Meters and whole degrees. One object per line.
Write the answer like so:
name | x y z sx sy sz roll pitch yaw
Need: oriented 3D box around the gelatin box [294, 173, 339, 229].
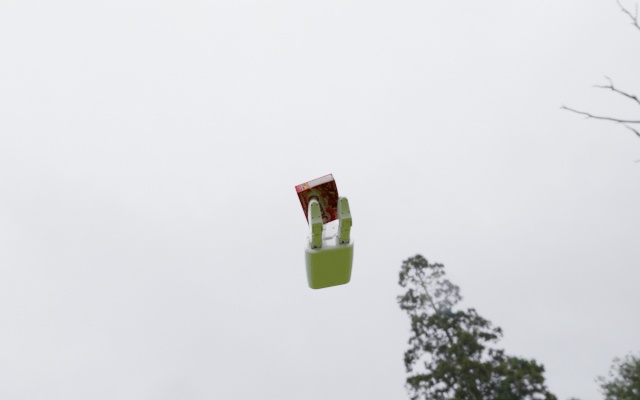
gelatin box | 0.000 0.002 0.877 0.073 0.089 0.030 -19 33 -2
